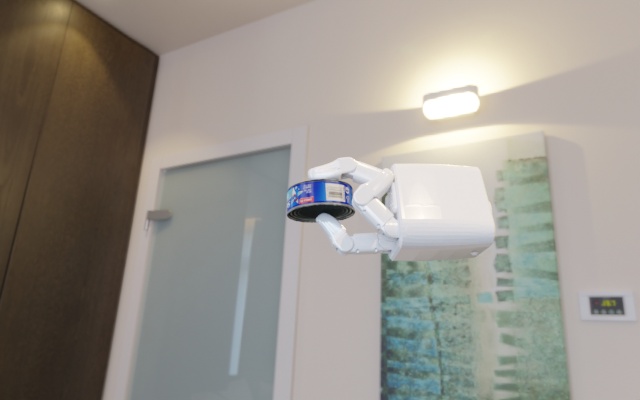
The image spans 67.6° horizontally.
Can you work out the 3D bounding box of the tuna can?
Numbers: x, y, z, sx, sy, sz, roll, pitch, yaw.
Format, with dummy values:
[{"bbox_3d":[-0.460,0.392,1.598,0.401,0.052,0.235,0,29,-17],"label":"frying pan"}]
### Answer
[{"bbox_3d":[0.000,0.001,0.602,0.086,0.033,0.086,-3,-17,-1],"label":"tuna can"}]
